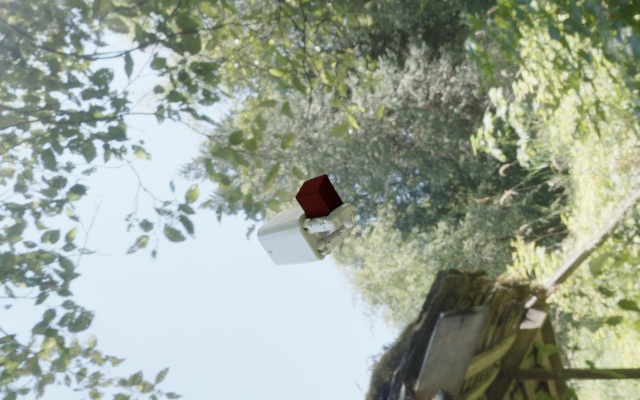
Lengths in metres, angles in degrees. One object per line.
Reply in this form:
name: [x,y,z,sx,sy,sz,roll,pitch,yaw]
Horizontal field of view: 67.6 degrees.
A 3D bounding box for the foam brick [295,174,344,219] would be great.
foam brick: [0.000,0.003,0.858,0.051,0.078,0.053,-13,31,32]
